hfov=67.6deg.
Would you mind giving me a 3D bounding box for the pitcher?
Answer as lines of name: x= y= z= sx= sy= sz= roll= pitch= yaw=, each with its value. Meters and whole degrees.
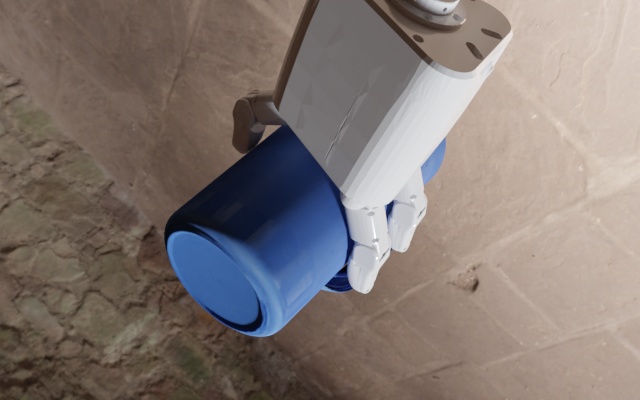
pitcher: x=0.000 y=0.001 z=0.401 sx=0.242 sy=0.149 sz=0.145 roll=-43 pitch=-10 yaw=-39
